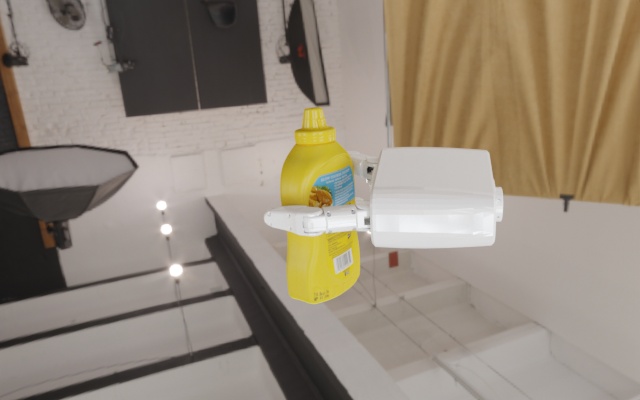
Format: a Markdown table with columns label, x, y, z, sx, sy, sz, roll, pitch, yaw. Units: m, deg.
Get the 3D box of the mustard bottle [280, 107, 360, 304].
| label | x | y | z | sx | sy | sz | roll | pitch | yaw |
| --- | --- | --- | --- | --- | --- | --- | --- | --- | --- |
| mustard bottle | 0.000 | 0.002 | 0.492 | 0.058 | 0.192 | 0.096 | 9 | 20 | 37 |
